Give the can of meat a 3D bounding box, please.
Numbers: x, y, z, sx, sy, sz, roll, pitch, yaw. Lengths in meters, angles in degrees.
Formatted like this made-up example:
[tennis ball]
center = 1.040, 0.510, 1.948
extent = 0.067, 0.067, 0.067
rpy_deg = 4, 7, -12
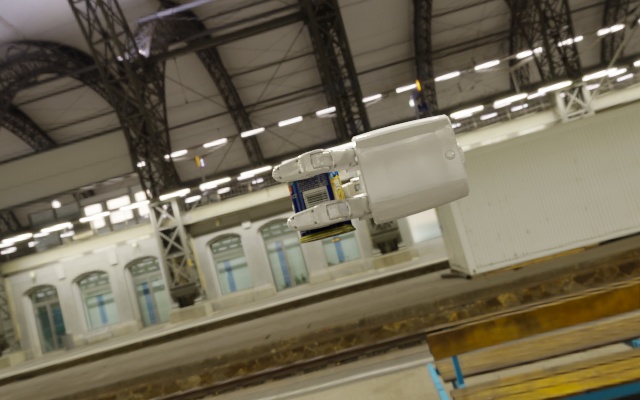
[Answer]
[can of meat]
center = 0.000, 0.002, 0.554
extent = 0.057, 0.084, 0.102
rpy_deg = -16, -5, 9
